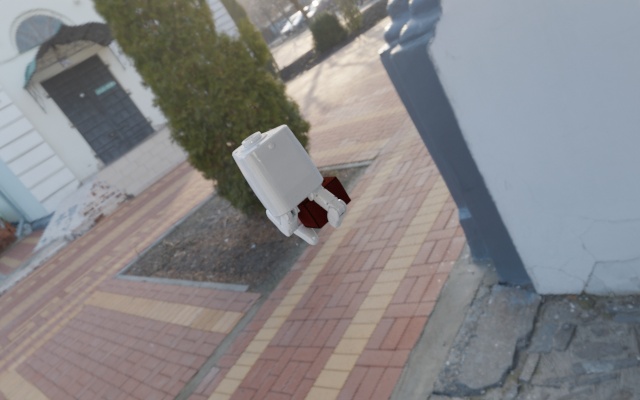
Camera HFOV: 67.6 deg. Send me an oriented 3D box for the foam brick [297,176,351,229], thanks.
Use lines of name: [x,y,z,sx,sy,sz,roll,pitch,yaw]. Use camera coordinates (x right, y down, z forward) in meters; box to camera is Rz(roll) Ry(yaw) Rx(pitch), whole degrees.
foam brick: [0.000,0.002,0.783,0.078,0.051,0.053,-41,20,-25]
